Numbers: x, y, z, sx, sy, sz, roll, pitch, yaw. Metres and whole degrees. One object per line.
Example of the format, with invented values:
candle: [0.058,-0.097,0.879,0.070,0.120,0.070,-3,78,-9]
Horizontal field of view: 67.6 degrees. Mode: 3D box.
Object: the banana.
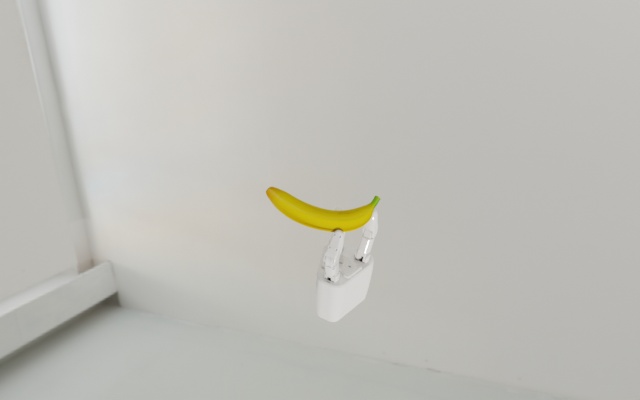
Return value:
banana: [0.003,0.019,0.814,0.198,0.069,0.037,6,-30,-6]
